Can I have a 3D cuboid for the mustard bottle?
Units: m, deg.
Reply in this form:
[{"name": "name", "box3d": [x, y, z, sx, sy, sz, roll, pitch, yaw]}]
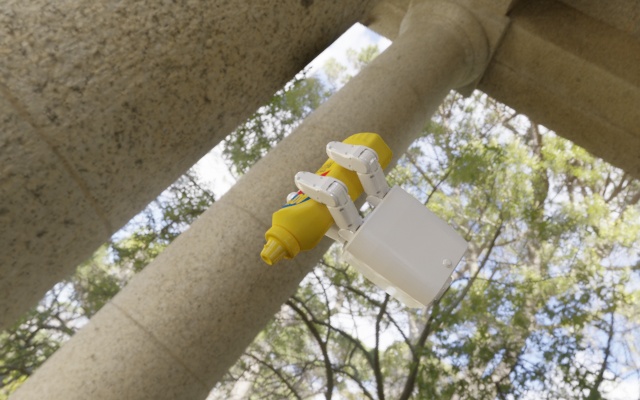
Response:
[{"name": "mustard bottle", "box3d": [0.000, 0.001, 0.554, 0.191, 0.058, 0.096, -48, 16, -28]}]
